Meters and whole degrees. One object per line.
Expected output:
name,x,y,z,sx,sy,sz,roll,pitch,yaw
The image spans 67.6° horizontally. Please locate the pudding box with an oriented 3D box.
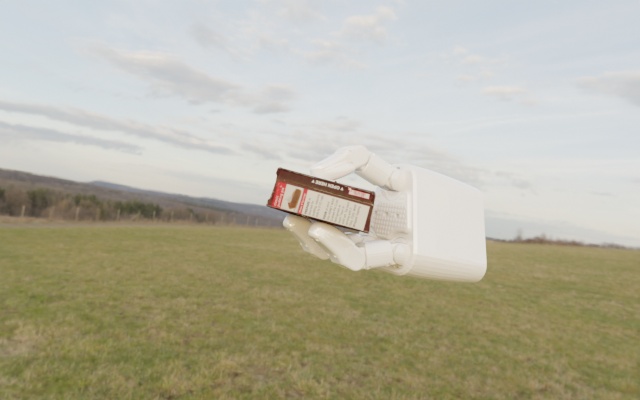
pudding box,0.000,0.001,0.448,0.090,0.039,0.113,14,-4,-1
